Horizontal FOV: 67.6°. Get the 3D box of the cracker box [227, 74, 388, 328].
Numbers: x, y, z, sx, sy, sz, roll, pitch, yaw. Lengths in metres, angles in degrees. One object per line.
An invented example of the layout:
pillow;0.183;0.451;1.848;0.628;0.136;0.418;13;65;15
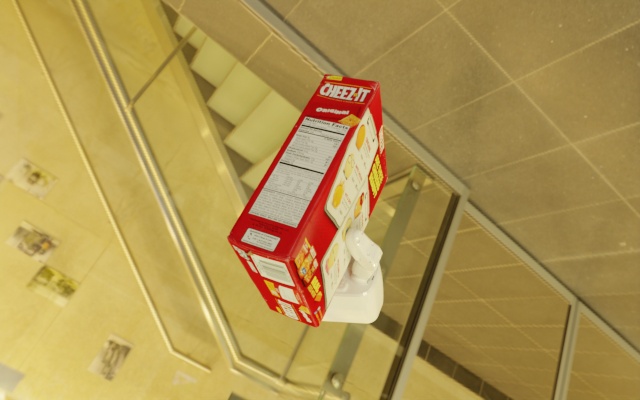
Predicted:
cracker box;0.000;0.002;0.503;0.072;0.213;0.164;16;-29;20
